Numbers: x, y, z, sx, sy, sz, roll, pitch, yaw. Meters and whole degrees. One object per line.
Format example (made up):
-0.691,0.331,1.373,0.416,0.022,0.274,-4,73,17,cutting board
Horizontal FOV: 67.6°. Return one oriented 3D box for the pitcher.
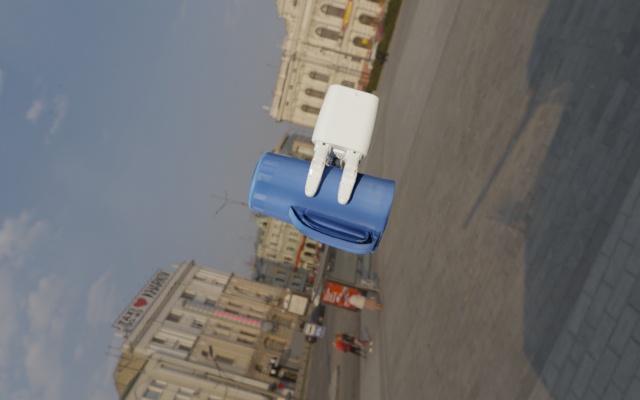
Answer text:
0.000,0.003,0.834,0.243,0.145,0.149,16,-7,1,pitcher
